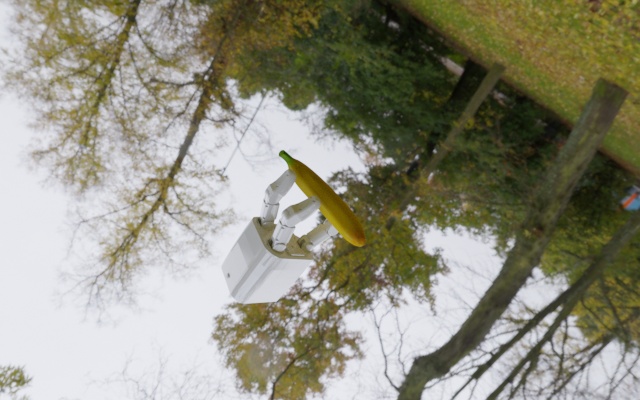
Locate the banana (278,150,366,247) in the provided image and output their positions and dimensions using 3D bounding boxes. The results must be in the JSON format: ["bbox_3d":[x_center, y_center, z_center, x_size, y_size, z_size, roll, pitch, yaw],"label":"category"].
[{"bbox_3d":[0.006,0.002,0.728,0.197,0.037,0.069,46,15,23],"label":"banana"}]
